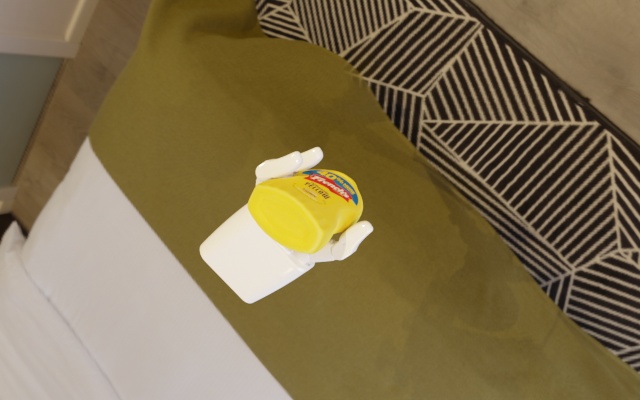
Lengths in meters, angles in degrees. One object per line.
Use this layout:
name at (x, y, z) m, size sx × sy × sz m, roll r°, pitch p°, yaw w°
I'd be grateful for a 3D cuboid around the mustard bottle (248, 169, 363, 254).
mustard bottle at (0.000, 0.002, 0.585) m, size 0.096 × 0.058 × 0.191 m, roll 33°, pitch 23°, yaw 16°
